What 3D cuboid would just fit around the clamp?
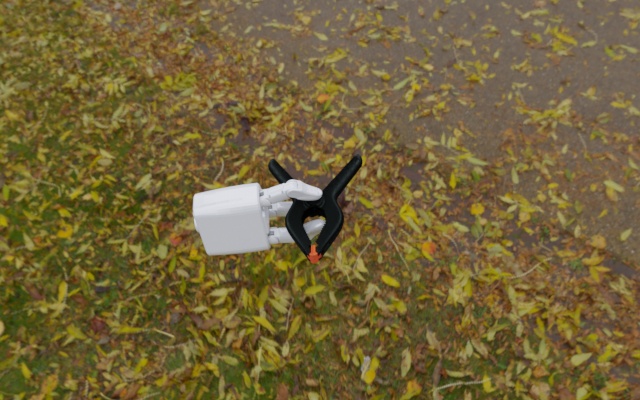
[{"bbox_3d":[0.000,0.003,0.785,0.164,0.209,0.036,-9,-36,1],"label":"clamp"}]
